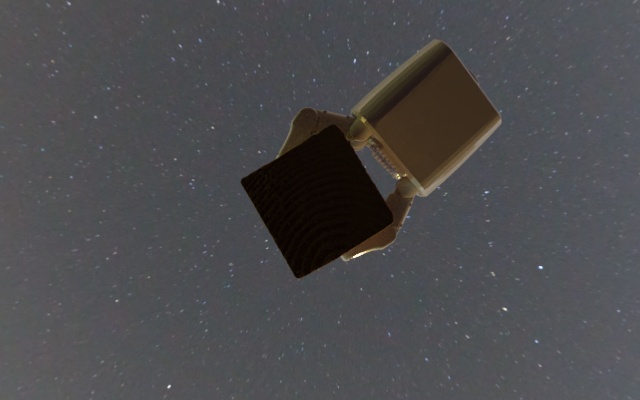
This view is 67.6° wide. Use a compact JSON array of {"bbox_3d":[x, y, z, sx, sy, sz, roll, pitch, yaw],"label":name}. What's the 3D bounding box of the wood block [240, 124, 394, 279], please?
[{"bbox_3d":[0.001,0.002,0.462,0.090,0.091,0.206,-31,-2,1],"label":"wood block"}]
